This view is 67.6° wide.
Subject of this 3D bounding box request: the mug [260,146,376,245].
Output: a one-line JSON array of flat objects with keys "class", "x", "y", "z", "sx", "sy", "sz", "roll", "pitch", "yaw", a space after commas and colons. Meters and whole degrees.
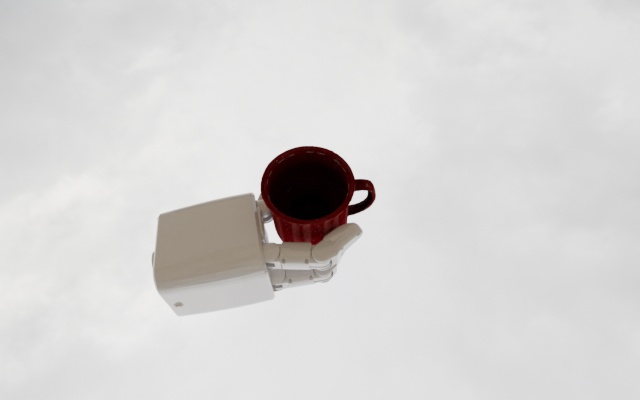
[{"class": "mug", "x": 0.001, "y": 0.001, "z": 0.502, "sx": 0.117, "sy": 0.093, "sz": 0.082, "roll": -10, "pitch": -31, "yaw": -5}]
